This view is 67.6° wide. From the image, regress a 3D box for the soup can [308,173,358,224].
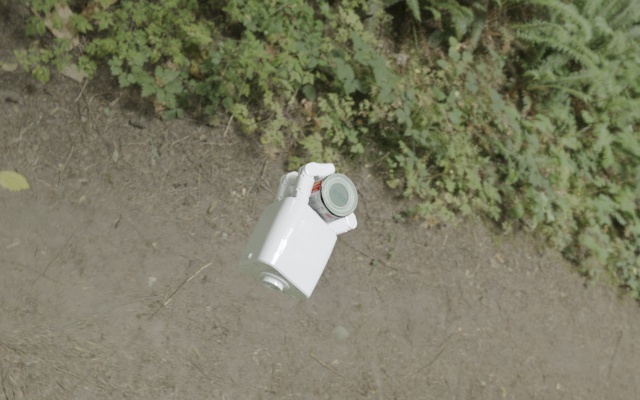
[{"bbox_3d":[0.001,0.002,0.732,0.068,0.068,0.102,0,-12,-35],"label":"soup can"}]
